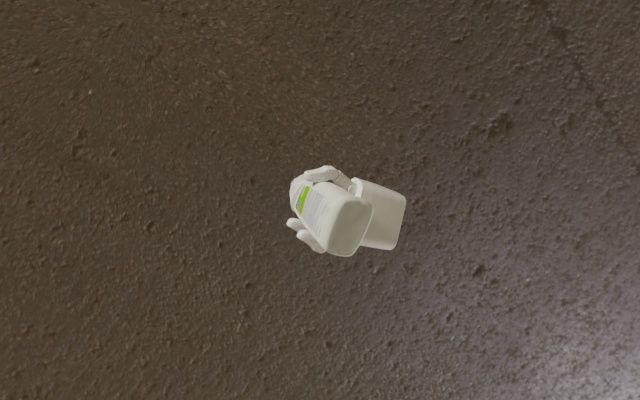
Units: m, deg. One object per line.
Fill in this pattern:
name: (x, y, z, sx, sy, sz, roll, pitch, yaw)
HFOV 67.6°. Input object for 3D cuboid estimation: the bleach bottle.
bleach bottle: (0.000, 0.003, 0.845, 0.068, 0.102, 0.250, 16, 13, -26)
